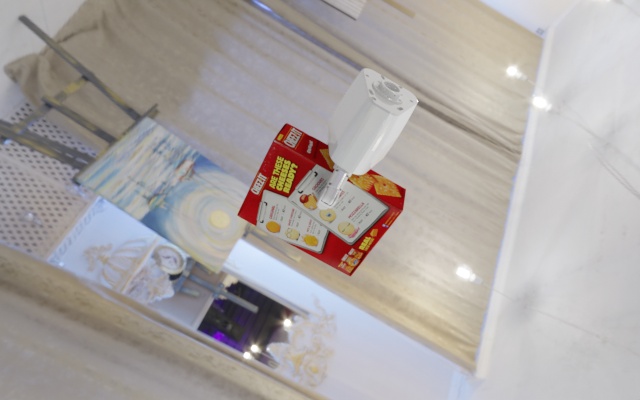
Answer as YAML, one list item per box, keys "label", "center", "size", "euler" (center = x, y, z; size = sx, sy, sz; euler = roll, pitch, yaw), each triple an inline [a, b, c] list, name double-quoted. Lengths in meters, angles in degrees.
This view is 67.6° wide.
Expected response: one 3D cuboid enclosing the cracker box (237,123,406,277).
- label: "cracker box"
  center: [0.000, 0.003, 0.751]
  size: [0.214, 0.164, 0.072]
  euler: [29, 36, -4]
